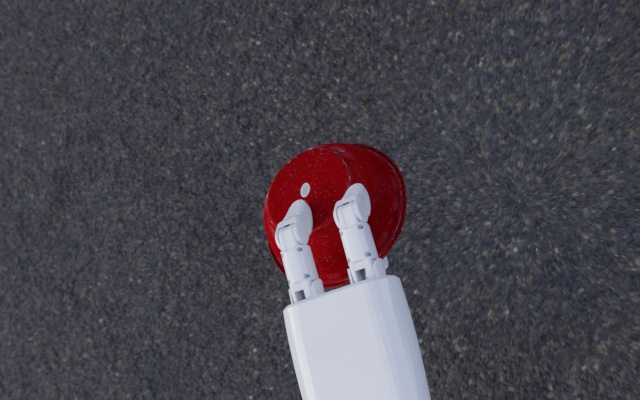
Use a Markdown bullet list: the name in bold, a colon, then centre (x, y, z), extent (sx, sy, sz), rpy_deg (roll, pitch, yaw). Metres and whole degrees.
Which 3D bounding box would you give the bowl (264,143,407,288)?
- **bowl**: centre (-0.001, 0.000, 0.472), extent (0.162, 0.162, 0.055), rpy_deg (0, -25, 32)
